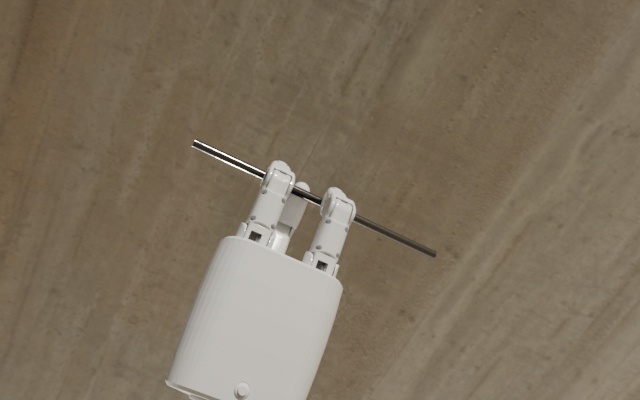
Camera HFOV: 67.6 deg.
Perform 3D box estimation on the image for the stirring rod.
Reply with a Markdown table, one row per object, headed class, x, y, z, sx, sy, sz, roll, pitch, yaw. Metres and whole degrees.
| class | x | y | z | sx | sy | sz | roll | pitch | yaw |
| --- | --- | --- | --- | --- | --- | --- | --- | --- | --- |
| stirring rod | 0.000 | 0.001 | 0.426 | 0.239 | 0.011 | 0.011 | 25 | -5 | -11 |
